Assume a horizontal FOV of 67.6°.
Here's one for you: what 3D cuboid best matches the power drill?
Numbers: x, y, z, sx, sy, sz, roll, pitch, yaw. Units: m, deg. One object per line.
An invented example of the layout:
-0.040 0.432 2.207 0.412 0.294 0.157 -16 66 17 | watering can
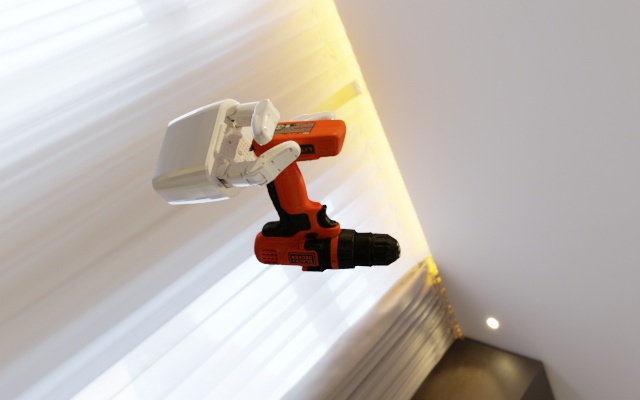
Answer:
0.000 0.001 0.563 0.184 0.188 0.057 -1 28 10 | power drill
